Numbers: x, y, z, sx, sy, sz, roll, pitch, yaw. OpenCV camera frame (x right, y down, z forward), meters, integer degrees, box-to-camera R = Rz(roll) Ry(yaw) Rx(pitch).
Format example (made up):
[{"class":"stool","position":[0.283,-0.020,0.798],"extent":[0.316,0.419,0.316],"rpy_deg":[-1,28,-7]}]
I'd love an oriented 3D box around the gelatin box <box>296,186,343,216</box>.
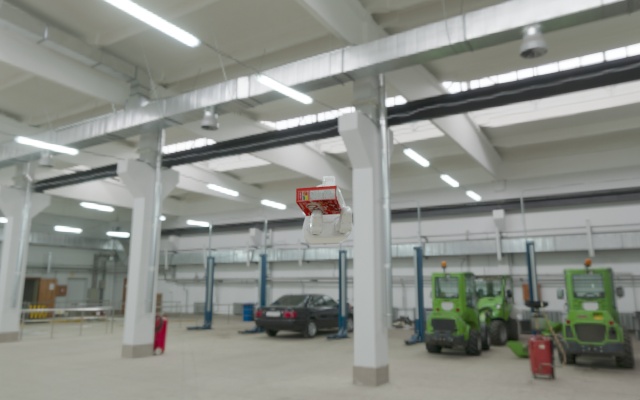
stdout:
[{"class":"gelatin box","position":[0.000,0.002,0.863],"extent":[0.073,0.030,0.089],"rpy_deg":[-3,-19,9]}]
